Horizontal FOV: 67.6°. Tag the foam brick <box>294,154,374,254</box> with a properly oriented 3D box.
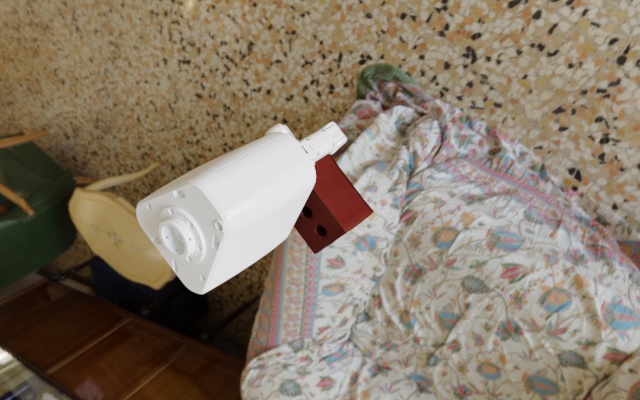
[{"bbox_3d":[0.000,0.002,0.459,0.053,0.078,0.051,-39,-1,43],"label":"foam brick"}]
